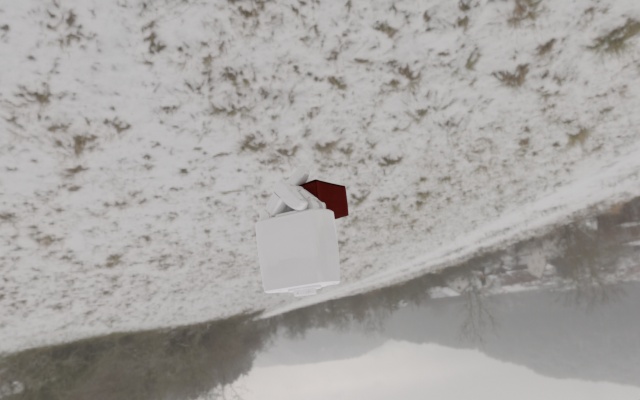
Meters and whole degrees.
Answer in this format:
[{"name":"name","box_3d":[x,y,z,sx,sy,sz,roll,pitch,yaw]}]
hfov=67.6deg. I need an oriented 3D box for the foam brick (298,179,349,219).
[{"name":"foam brick","box_3d":[0.000,0.002,0.758,0.053,0.051,0.078,-19,-18,37]}]
